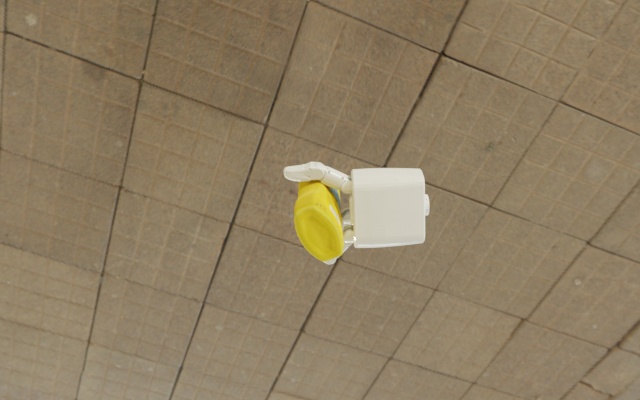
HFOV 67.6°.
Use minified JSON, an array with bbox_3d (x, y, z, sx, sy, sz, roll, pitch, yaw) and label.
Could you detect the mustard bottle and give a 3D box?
[{"bbox_3d":[0.000,0.003,0.736,0.058,0.096,0.191,-24,25,14],"label":"mustard bottle"}]
